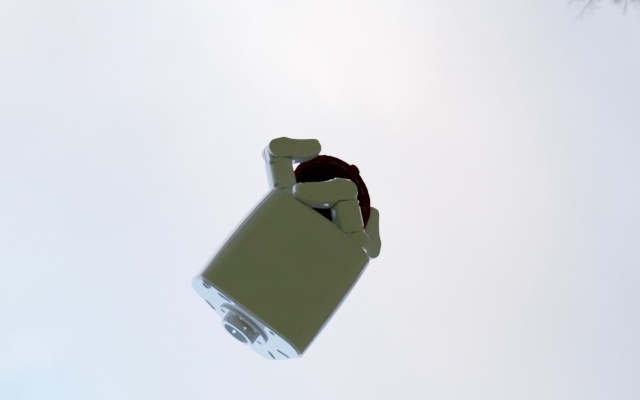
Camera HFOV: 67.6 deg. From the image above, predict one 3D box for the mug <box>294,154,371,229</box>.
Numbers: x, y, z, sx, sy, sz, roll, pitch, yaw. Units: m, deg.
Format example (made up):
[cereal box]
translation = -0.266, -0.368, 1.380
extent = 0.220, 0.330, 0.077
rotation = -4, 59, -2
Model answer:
[mug]
translation = 0.001, 0.001, 0.518
extent = 0.117, 0.093, 0.081
rotation = -49, 8, -33
